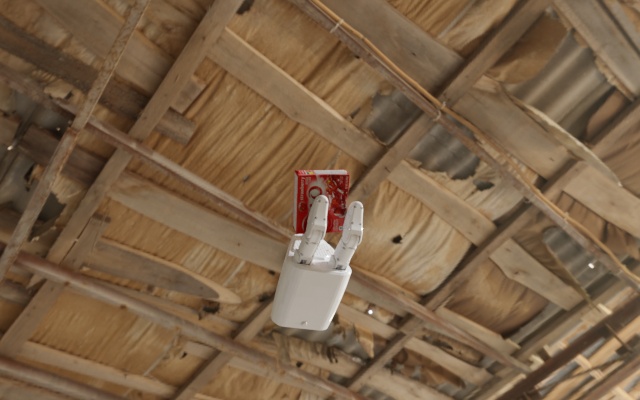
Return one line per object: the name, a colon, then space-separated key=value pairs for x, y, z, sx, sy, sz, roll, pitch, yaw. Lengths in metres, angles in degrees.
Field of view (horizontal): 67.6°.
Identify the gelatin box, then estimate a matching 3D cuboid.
gelatin box: x=0.000 y=0.002 z=0.668 sx=0.073 sy=0.089 sz=0.030 roll=-1 pitch=20 yaw=-13
